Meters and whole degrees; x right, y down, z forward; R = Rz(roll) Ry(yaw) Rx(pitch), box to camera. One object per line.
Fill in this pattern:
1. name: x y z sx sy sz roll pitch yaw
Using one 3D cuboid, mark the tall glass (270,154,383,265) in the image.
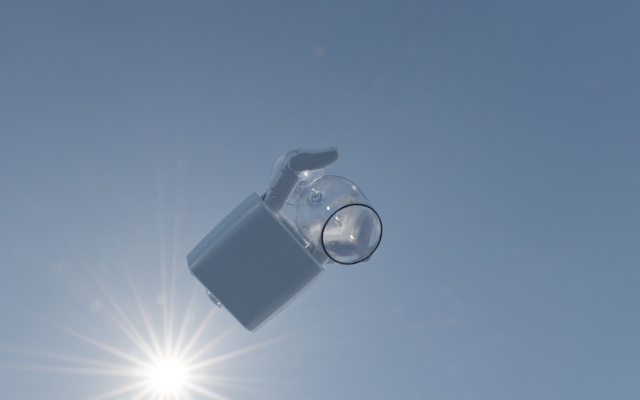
1. tall glass: 0.000 0.001 0.533 0.079 0.079 0.201 0 18 -19
